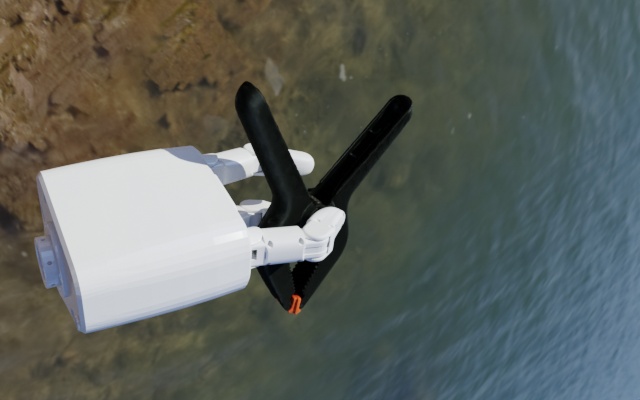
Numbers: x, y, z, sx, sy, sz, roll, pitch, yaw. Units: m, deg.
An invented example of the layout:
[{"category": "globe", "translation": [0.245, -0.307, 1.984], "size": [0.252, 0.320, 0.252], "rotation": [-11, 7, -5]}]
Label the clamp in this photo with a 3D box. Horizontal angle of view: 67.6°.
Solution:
[{"category": "clamp", "translation": [0.000, 0.002, 0.402], "size": [0.164, 0.210, 0.036], "rotation": [-12, 34, -33]}]
